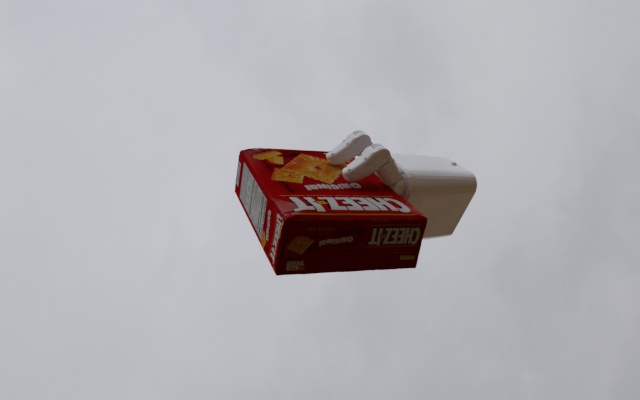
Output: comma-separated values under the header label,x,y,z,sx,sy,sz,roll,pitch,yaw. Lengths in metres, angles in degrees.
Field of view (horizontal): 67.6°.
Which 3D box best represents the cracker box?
label,x,y,z,sx,sy,sz,roll,pitch,yaw
cracker box,0.000,0.002,0.572,0.164,0.072,0.213,0,24,-22
